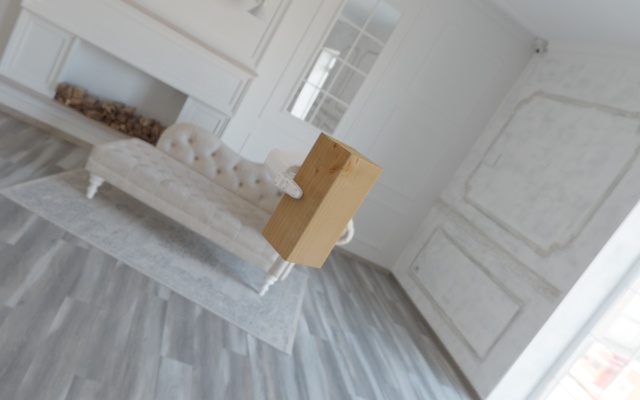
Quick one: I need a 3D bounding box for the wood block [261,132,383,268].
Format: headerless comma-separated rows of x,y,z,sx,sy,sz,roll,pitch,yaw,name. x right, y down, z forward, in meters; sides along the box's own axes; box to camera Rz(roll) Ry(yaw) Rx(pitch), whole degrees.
0.000,0.002,0.815,0.091,0.206,0.090,19,16,-45,wood block
